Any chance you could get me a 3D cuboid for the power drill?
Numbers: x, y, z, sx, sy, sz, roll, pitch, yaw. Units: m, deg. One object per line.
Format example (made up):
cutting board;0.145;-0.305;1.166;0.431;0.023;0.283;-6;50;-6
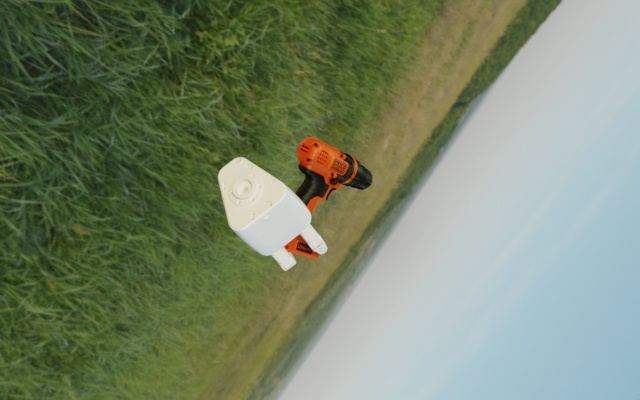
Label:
power drill;0.000;0.003;0.808;0.057;0.187;0.184;27;3;43
